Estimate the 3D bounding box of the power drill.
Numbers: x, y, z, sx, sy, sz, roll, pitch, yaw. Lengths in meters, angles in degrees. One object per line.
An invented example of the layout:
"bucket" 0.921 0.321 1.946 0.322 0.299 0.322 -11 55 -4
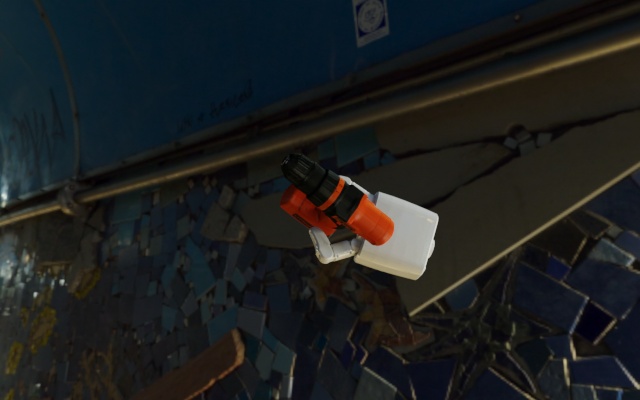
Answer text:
"power drill" 0.000 0.002 0.713 0.184 0.057 0.187 38 -13 -14
